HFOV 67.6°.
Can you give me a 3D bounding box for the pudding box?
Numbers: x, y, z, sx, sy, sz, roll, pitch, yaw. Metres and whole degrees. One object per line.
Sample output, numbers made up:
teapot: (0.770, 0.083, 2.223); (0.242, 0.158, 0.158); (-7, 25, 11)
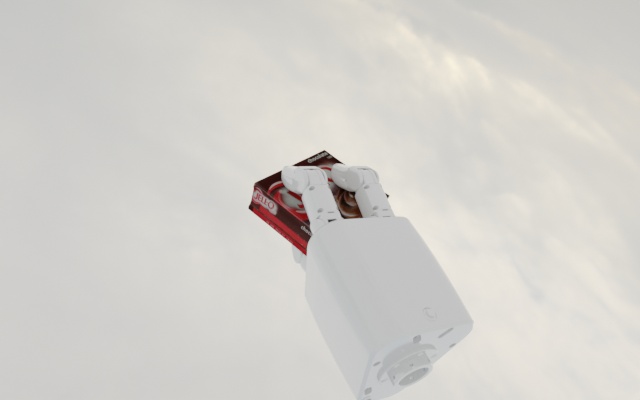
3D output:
pudding box: (0.000, 0.002, 0.469); (0.090, 0.039, 0.113); (38, 38, 19)
